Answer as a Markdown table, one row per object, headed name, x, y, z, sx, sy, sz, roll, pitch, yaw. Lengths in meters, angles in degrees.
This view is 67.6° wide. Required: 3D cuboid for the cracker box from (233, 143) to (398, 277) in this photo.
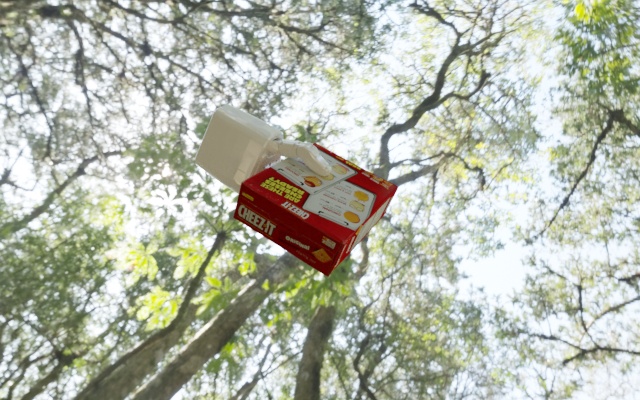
| name | x | y | z | sx | sy | sz | roll | pitch | yaw |
| --- | --- | --- | --- | --- | --- | --- | --- | --- | --- |
| cracker box | 0.000 | 0.002 | 0.716 | 0.164 | 0.072 | 0.213 | 30 | 33 | 15 |
